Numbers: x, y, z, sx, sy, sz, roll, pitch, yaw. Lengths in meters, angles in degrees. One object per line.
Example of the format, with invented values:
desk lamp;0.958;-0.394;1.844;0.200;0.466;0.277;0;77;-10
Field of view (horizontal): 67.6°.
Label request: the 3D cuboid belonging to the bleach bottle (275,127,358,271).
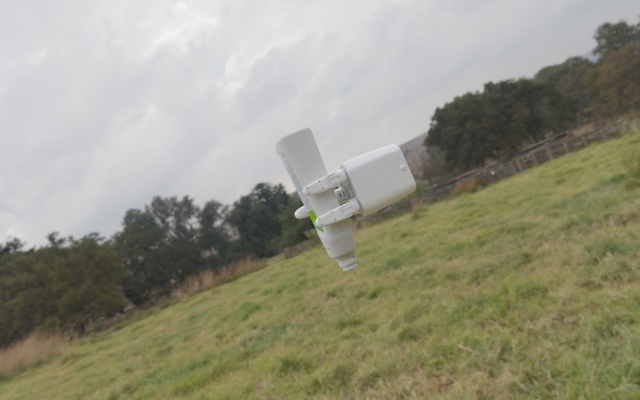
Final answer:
bleach bottle;0.000;0.003;0.837;0.068;0.251;0.102;-24;-1;-9
